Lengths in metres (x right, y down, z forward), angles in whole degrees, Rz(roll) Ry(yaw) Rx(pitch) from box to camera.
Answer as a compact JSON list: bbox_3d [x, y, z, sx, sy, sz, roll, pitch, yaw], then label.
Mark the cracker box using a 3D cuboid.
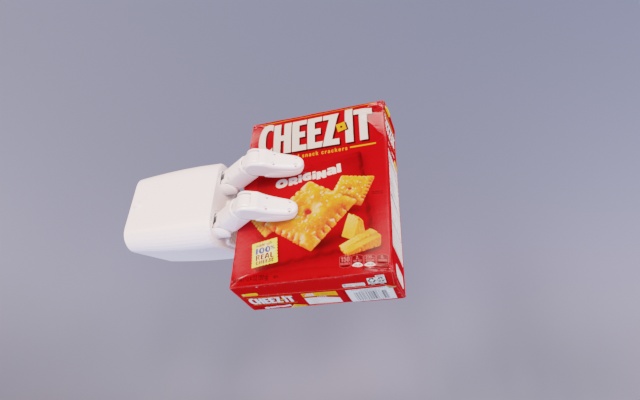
[{"bbox_3d":[0.000,0.002,0.517,0.164,0.213,0.072,-8,-34,15],"label":"cracker box"}]
